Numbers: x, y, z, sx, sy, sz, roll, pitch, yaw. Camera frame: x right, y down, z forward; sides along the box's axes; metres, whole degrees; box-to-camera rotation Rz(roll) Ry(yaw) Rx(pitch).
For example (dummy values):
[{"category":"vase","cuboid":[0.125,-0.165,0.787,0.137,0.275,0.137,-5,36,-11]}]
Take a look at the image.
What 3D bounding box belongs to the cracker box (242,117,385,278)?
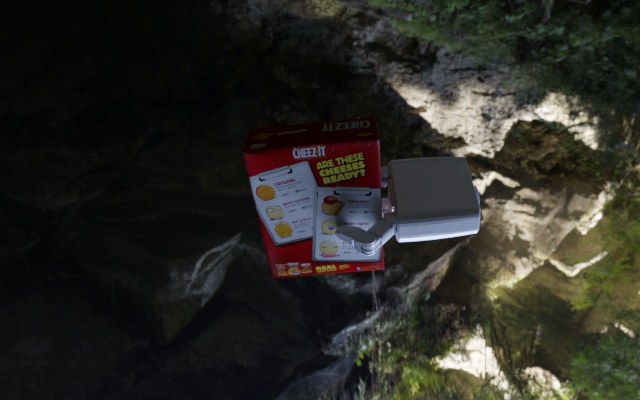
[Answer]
[{"category":"cracker box","cuboid":[0.000,0.002,0.644,0.164,0.214,0.072,-5,36,4]}]
